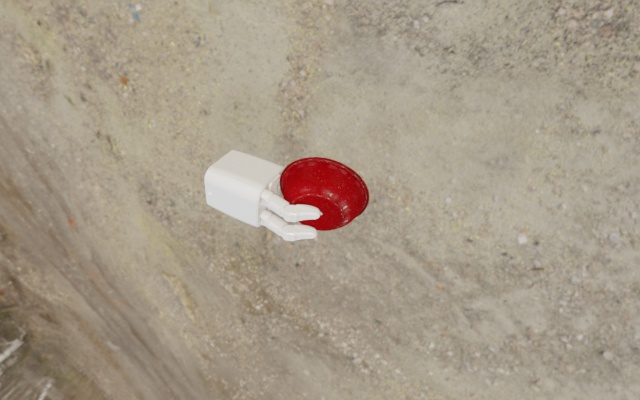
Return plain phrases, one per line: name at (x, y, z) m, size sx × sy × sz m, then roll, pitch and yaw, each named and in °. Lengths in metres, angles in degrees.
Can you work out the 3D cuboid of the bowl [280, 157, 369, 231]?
bowl at (0.001, 0.003, 0.820) m, size 0.162 × 0.055 × 0.162 m, roll 10°, pitch -41°, yaw 9°
